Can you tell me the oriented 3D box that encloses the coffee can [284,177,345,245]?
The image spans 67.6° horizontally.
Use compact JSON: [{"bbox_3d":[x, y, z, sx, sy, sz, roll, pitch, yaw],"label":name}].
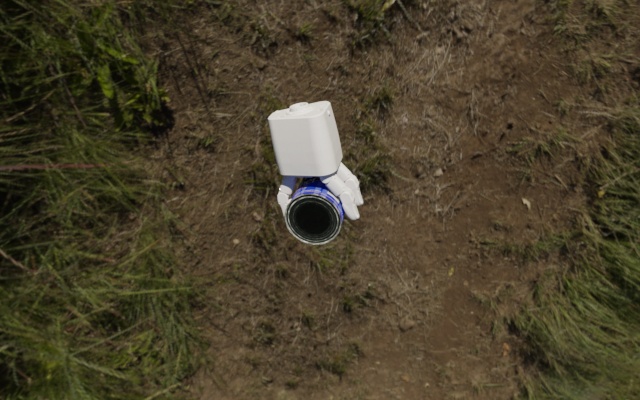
[{"bbox_3d":[0.000,0.003,0.891,0.103,0.103,0.140,0,27,13],"label":"coffee can"}]
